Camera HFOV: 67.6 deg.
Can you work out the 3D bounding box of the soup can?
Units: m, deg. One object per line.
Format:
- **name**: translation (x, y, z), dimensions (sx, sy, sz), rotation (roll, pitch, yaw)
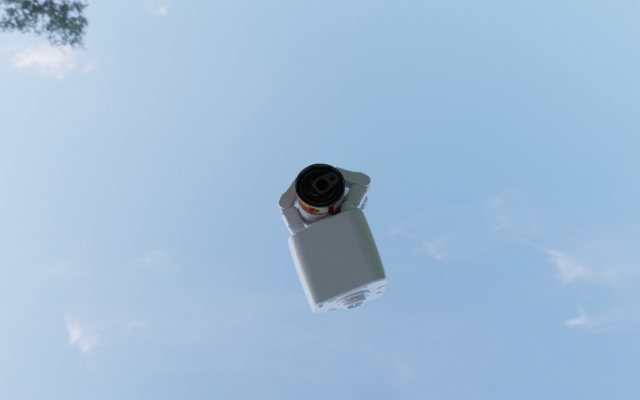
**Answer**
- **soup can**: translation (0.000, 0.002, 0.680), dimensions (0.068, 0.068, 0.102), rotation (0, -27, 1)
